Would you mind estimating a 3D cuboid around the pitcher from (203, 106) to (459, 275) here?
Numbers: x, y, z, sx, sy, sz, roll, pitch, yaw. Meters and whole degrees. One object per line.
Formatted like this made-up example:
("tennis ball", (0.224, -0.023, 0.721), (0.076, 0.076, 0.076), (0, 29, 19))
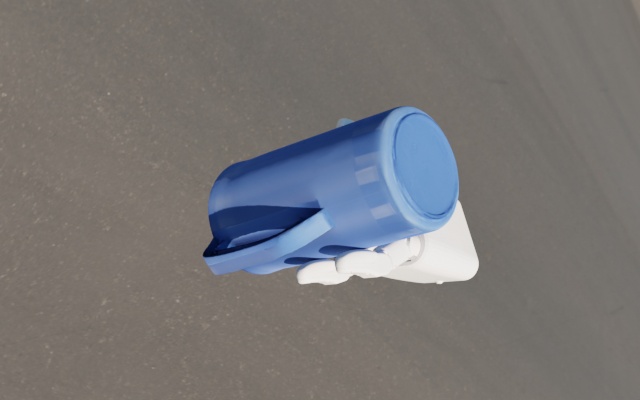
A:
("pitcher", (0.000, 0.002, 0.467), (0.145, 0.149, 0.243), (20, -25, -39))
